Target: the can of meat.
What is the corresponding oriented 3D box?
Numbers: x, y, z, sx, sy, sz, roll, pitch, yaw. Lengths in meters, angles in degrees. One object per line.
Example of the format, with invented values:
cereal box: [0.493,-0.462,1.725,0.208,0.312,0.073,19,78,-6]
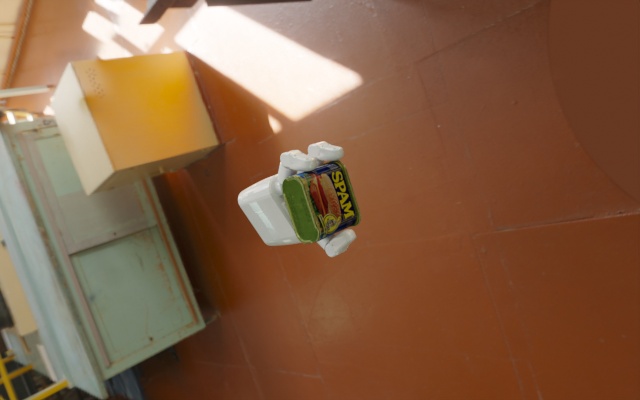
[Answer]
can of meat: [0.000,0.002,0.677,0.084,0.102,0.057,-21,6,-39]
